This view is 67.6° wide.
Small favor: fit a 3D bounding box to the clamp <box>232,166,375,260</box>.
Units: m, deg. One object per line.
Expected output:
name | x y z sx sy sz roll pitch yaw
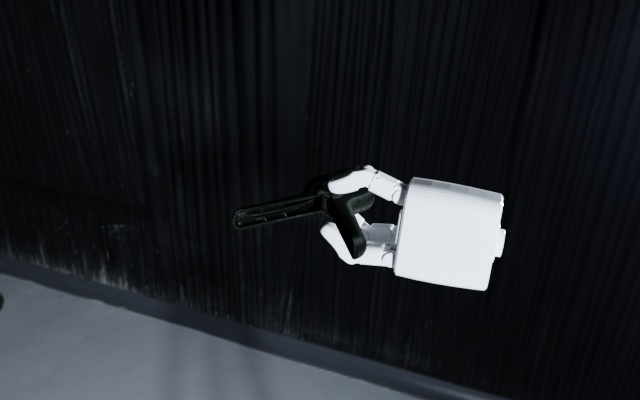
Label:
clamp | 0.001 0.001 0.604 0.164 0.036 0.210 10 27 17
